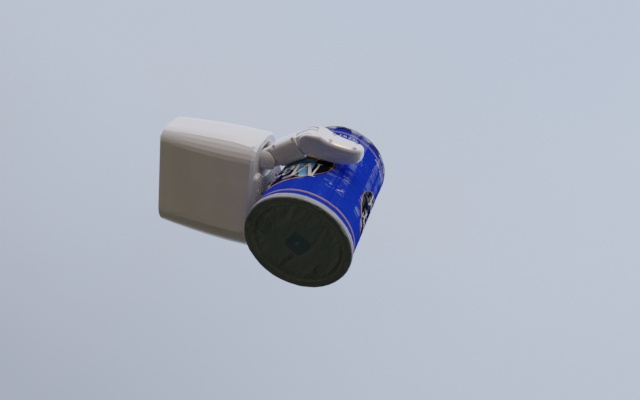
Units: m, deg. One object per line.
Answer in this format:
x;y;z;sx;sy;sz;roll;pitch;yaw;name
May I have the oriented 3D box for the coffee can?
0.000;0.002;0.478;0.103;0.103;0.140;0;33;22;coffee can
